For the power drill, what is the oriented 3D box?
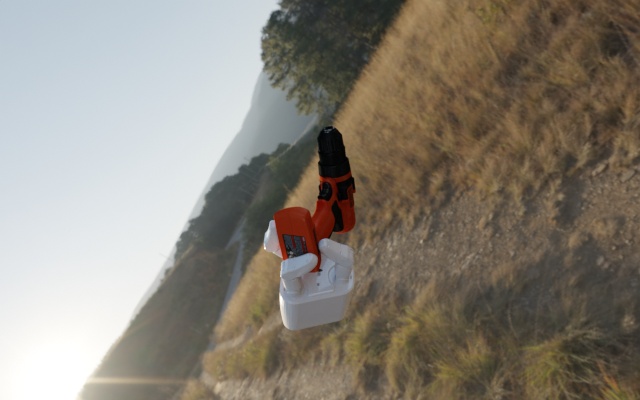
[{"bbox_3d":[0.000,0.003,0.715,0.057,0.184,0.187,4,31,26],"label":"power drill"}]
